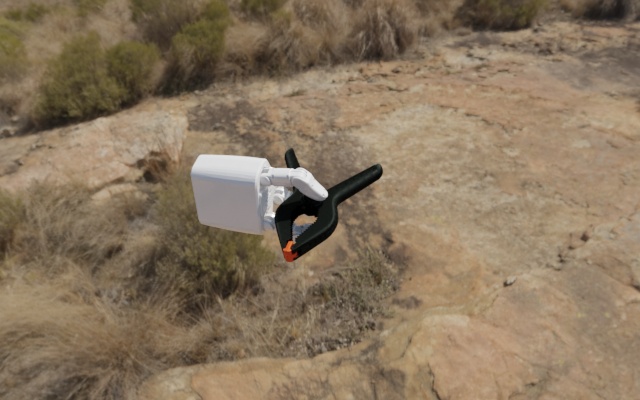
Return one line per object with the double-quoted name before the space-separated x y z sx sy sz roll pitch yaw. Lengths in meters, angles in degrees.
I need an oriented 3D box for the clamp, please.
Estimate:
"clamp" 0.000 0.002 0.714 0.164 0.209 0.036 6 -40 14
